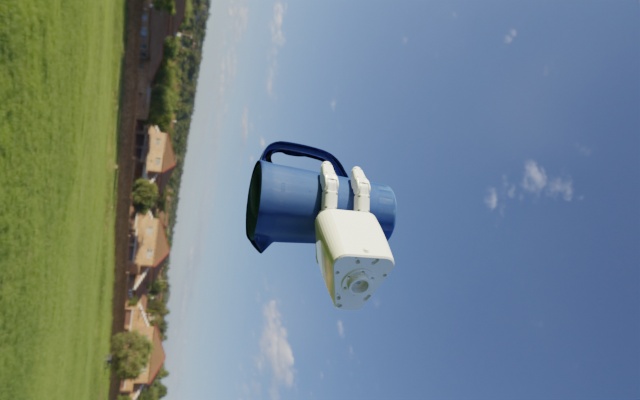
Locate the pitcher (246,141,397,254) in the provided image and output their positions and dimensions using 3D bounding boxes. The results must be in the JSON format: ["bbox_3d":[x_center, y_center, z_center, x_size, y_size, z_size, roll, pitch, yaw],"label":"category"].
[{"bbox_3d":[0.000,0.003,0.805,0.243,0.149,0.145,6,31,-17],"label":"pitcher"}]
